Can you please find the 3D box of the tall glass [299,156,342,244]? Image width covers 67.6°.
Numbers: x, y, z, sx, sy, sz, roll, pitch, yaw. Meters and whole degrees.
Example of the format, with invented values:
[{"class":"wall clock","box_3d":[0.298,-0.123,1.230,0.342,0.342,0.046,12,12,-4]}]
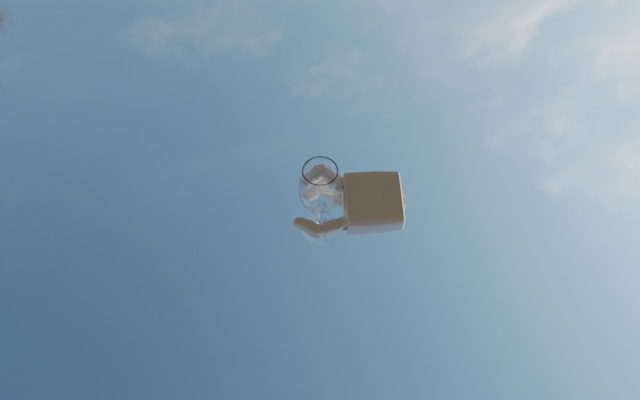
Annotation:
[{"class":"tall glass","box_3d":[0.000,0.003,0.889,0.079,0.079,0.201,0,-32,1]}]
